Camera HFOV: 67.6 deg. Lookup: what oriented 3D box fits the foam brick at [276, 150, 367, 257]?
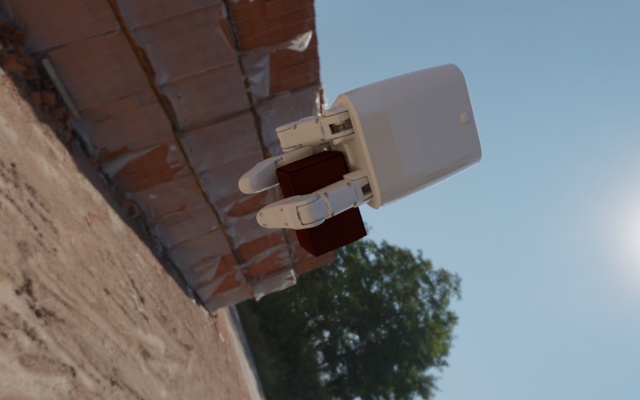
[{"bbox_3d":[0.000,0.002,0.420,0.051,0.078,0.053,-21,14,-14],"label":"foam brick"}]
